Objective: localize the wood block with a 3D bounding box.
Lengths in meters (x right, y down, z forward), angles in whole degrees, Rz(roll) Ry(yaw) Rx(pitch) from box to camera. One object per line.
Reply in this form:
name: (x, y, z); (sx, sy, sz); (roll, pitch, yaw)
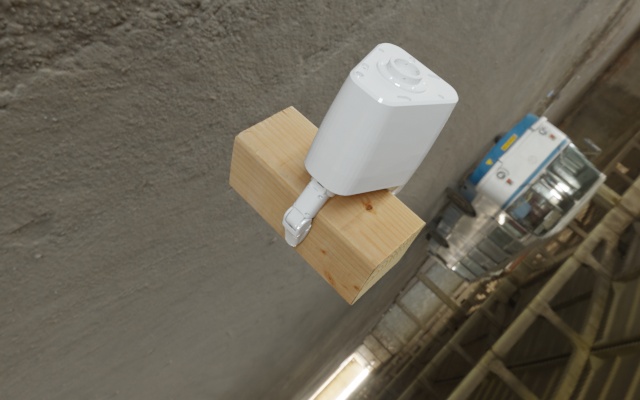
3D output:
wood block: (0.000, 0.002, 0.539); (0.090, 0.206, 0.090); (-35, -20, -34)
